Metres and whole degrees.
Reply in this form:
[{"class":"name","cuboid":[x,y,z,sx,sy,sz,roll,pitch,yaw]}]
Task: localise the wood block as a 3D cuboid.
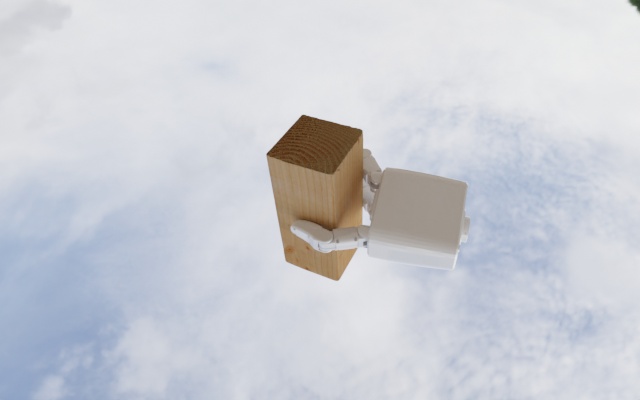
[{"class":"wood block","cuboid":[0.000,0.003,0.639,0.090,0.206,0.090,18,50,21]}]
